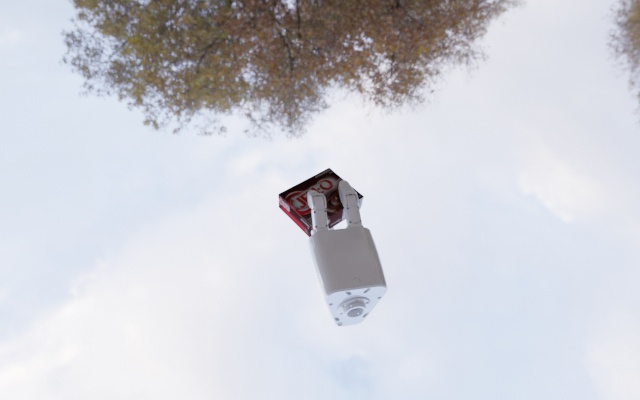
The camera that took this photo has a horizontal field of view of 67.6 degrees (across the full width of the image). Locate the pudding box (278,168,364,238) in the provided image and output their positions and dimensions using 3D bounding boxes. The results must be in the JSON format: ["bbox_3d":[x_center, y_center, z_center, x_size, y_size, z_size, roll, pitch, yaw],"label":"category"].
[{"bbox_3d":[0.000,0.003,0.789,0.113,0.039,0.090,-28,55,-30],"label":"pudding box"}]
